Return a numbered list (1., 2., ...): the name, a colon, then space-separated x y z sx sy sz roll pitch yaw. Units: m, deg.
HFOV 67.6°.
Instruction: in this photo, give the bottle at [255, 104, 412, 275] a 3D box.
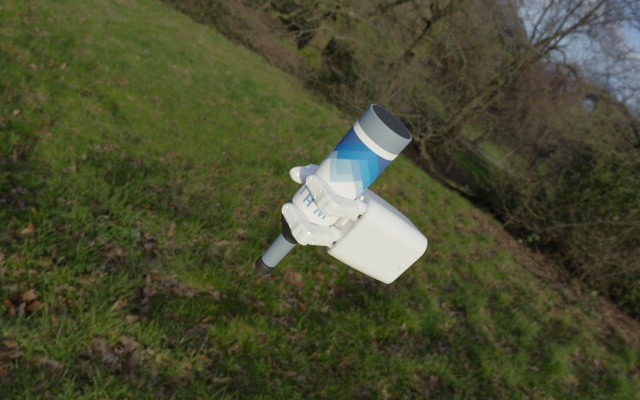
1. bottle: 0.000 0.002 0.652 0.069 0.069 0.296 0 -42 -53
